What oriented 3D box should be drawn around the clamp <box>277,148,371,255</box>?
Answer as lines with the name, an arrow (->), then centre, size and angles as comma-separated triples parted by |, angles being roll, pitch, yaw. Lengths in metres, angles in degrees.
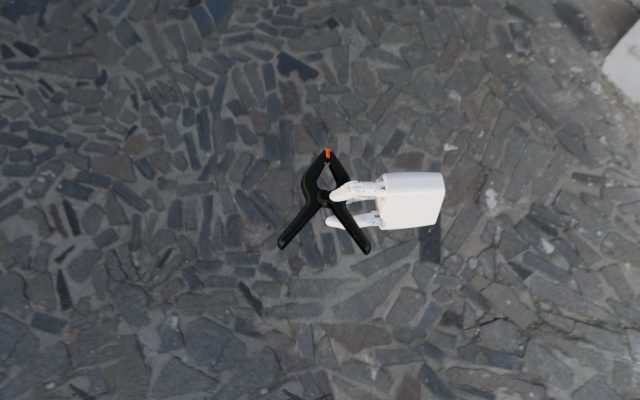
clamp -> 0.000, 0.002, 0.872 | 0.164, 0.210, 0.036 | -2, -23, -7
